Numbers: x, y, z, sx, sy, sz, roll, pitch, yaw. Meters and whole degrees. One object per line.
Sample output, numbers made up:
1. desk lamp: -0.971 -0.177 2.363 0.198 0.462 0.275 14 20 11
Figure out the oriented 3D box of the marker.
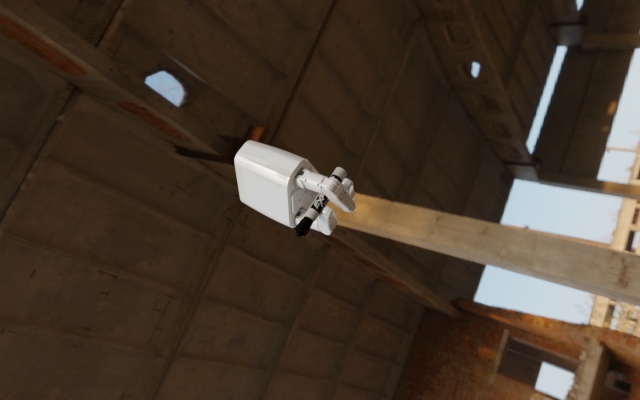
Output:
1. marker: 0.000 0.002 0.677 0.020 0.121 0.020 28 -25 14
